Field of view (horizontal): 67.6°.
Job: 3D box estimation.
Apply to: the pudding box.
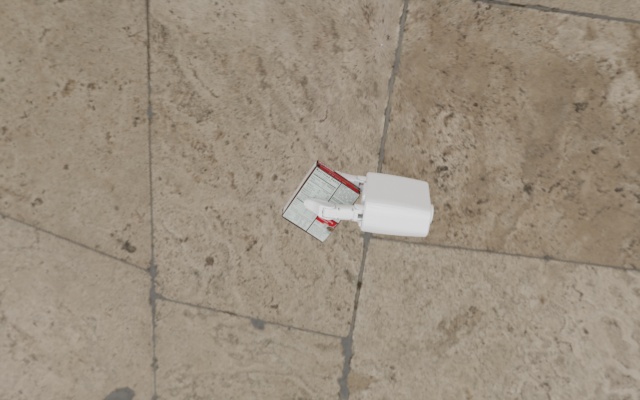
[{"bbox_3d":[0.000,0.003,0.801,0.090,0.113,0.039,34,17,-8],"label":"pudding box"}]
